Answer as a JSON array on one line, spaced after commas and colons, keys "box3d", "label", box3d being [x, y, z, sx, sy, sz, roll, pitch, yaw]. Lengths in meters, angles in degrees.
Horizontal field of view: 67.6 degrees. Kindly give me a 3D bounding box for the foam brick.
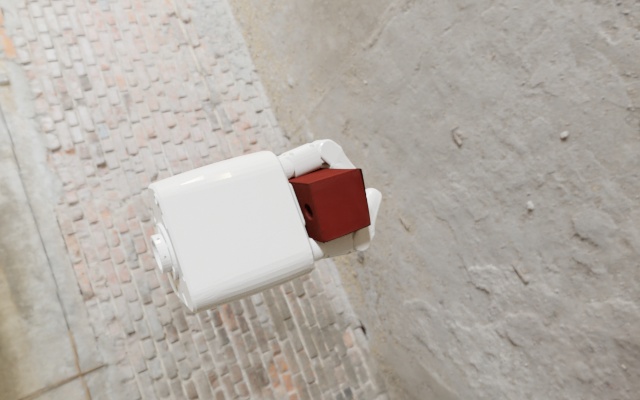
[{"box3d": [0.000, 0.001, 0.428, 0.051, 0.053, 0.078, -18, 12, -27], "label": "foam brick"}]
